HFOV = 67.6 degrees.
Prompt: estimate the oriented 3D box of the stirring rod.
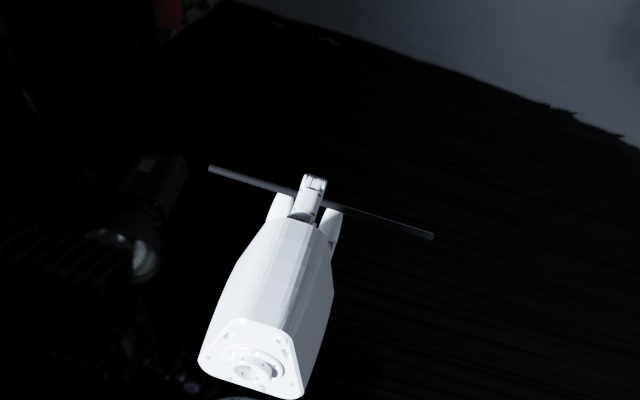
[{"bbox_3d":[0.000,0.002,0.492,0.239,0.011,0.011,17,0,1],"label":"stirring rod"}]
